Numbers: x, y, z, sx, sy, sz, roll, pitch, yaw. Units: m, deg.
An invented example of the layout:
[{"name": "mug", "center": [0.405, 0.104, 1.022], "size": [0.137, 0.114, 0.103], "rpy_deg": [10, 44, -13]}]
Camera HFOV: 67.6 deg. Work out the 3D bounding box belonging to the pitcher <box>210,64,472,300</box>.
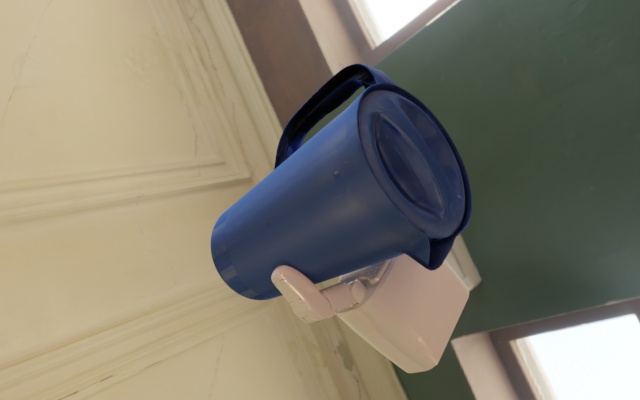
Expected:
[{"name": "pitcher", "center": [0.000, 0.002, 0.444], "size": [0.243, 0.145, 0.149], "rpy_deg": [-30, 23, 41]}]
